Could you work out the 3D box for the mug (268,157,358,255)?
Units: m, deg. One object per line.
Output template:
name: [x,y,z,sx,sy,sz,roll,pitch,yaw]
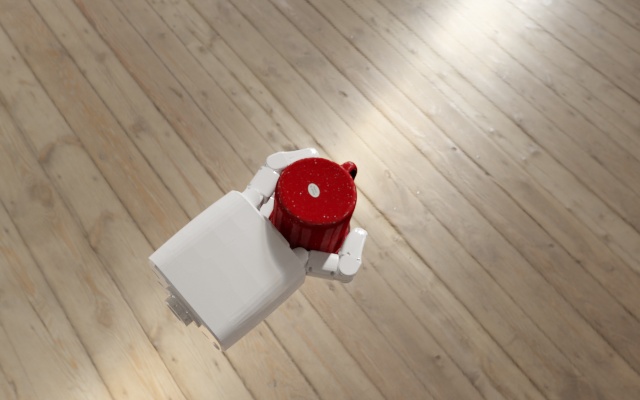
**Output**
mug: [0.001,0.001,0.500,0.117,0.093,0.081,-42,-16,-25]
